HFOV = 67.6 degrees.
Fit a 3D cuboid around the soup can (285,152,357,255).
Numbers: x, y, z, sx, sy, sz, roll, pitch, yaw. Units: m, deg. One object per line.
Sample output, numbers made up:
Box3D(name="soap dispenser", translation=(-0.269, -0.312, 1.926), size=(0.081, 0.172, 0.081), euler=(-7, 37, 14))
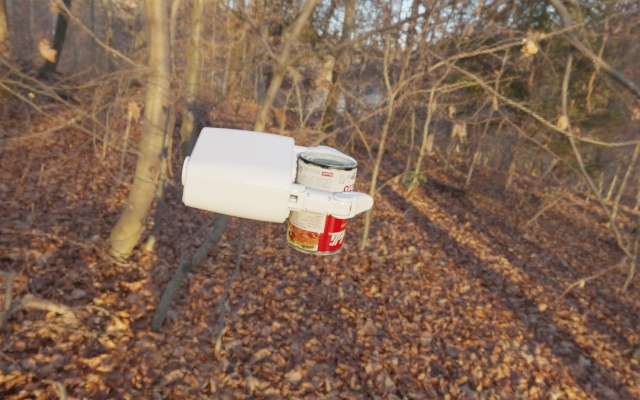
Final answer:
Box3D(name="soup can", translation=(0.001, 0.002, 0.545), size=(0.068, 0.102, 0.068), euler=(9, 16, -3))
